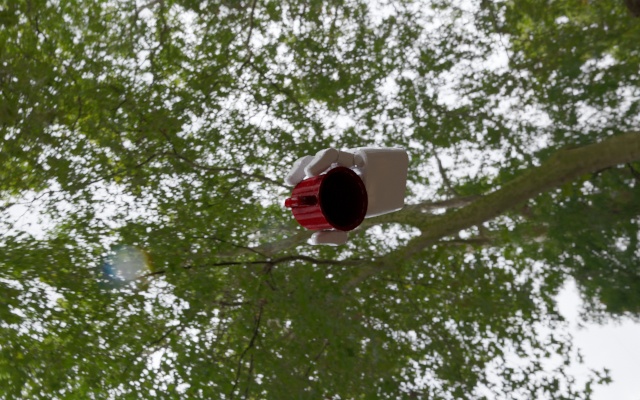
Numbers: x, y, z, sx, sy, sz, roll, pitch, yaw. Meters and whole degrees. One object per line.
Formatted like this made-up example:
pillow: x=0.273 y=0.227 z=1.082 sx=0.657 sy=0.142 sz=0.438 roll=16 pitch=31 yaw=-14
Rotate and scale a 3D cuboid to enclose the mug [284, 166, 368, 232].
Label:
mug: x=-0.001 y=0.002 z=0.699 sx=0.117 sy=0.093 sz=0.081 roll=-5 pitch=-3 yaw=-38
